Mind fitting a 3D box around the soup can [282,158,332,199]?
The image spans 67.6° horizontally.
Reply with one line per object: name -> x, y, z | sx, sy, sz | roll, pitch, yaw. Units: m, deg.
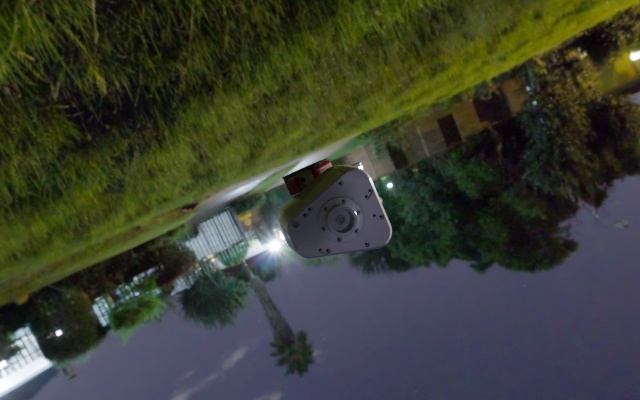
soup can -> 0.000, 0.002, 0.640 | 0.068, 0.102, 0.068 | -23, 6, 3
